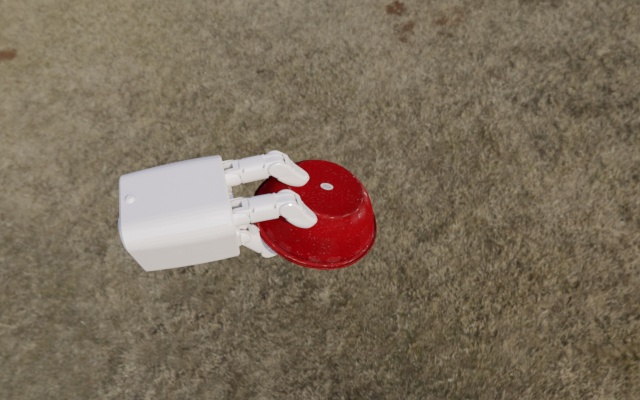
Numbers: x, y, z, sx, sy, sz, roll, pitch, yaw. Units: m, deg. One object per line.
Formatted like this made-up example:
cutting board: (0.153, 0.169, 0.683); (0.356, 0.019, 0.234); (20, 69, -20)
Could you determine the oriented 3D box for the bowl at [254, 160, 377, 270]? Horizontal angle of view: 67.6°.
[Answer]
bowl: (0.001, 0.001, 0.579); (0.162, 0.162, 0.055); (0, -40, -19)
